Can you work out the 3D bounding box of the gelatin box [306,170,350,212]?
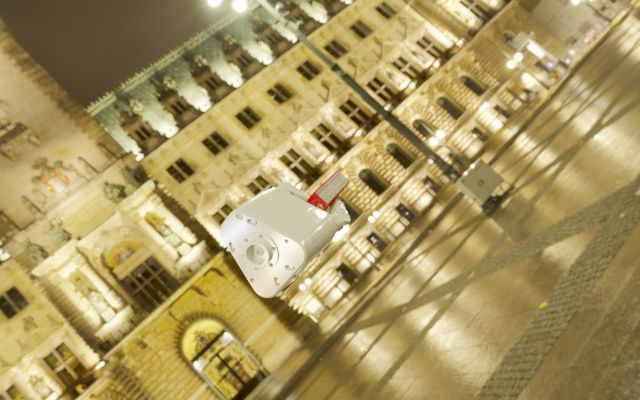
[{"bbox_3d":[0.000,0.002,0.720,0.073,0.030,0.089,-50,-2,37],"label":"gelatin box"}]
